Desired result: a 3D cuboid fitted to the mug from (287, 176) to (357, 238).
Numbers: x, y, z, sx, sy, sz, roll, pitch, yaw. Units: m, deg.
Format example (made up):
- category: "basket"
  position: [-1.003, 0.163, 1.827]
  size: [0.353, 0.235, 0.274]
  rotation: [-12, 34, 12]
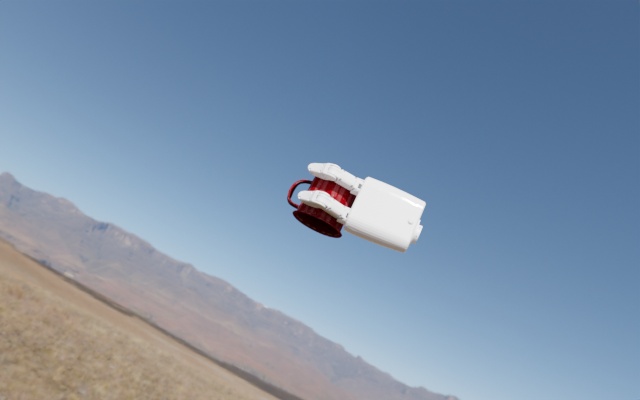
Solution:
- category: "mug"
  position: [-0.001, 0.002, 0.824]
  size: [0.117, 0.081, 0.093]
  rotation: [23, -17, 11]
